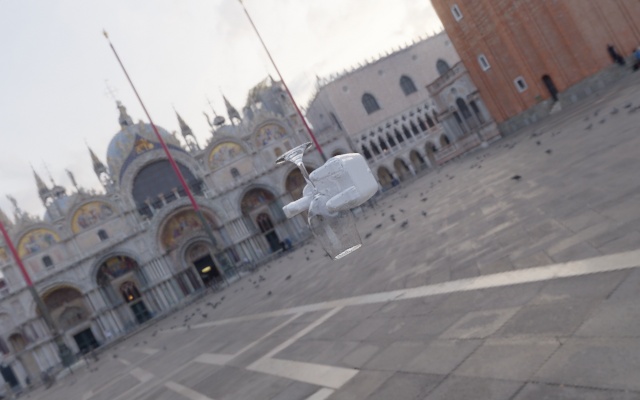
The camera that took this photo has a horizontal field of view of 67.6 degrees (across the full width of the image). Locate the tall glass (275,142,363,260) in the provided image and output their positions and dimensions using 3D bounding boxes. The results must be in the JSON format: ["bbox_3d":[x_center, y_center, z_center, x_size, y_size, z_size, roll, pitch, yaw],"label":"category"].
[{"bbox_3d":[0.000,0.002,0.840,0.079,0.201,0.079,-28,-2,-1],"label":"tall glass"}]
